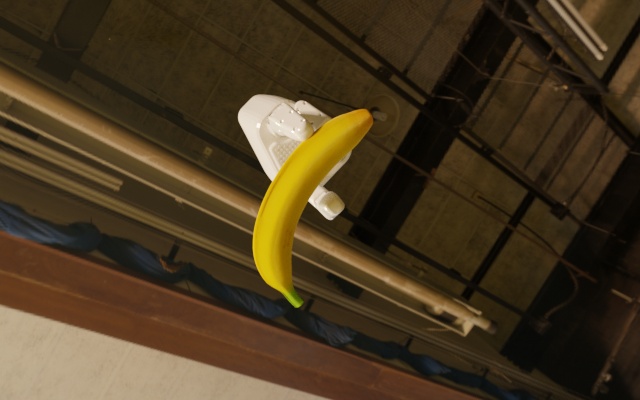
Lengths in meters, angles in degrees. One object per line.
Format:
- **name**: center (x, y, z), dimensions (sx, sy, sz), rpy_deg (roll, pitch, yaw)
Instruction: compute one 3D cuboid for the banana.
- **banana**: center (-0.017, 0.000, 0.442), dimensions (0.069, 0.198, 0.037), rpy_deg (18, 9, -27)
